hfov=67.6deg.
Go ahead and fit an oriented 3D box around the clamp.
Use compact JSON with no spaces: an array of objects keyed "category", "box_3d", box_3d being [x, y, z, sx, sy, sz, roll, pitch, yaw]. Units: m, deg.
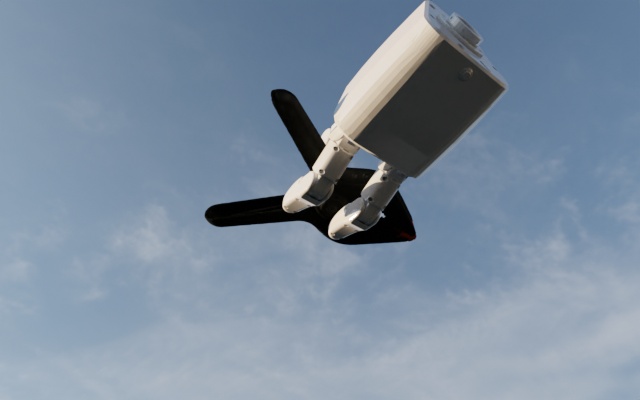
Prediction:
[{"category":"clamp","box_3d":[0.001,0.001,0.474,0.210,0.036,0.165,28,-54,-25]}]
